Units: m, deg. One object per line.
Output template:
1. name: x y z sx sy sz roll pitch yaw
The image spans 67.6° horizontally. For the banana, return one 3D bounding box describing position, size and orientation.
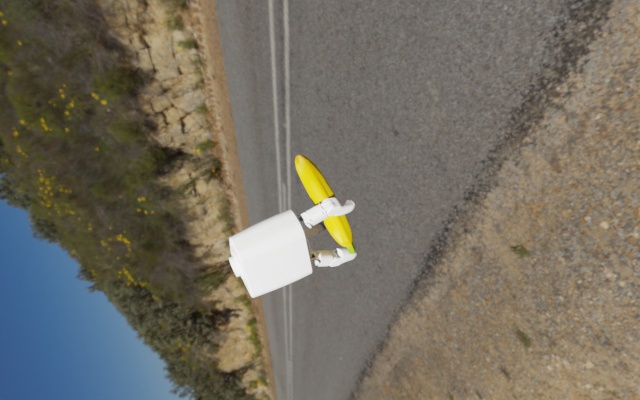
1. banana: 0.004 0.000 0.801 0.037 0.197 0.070 -25 -12 -14
